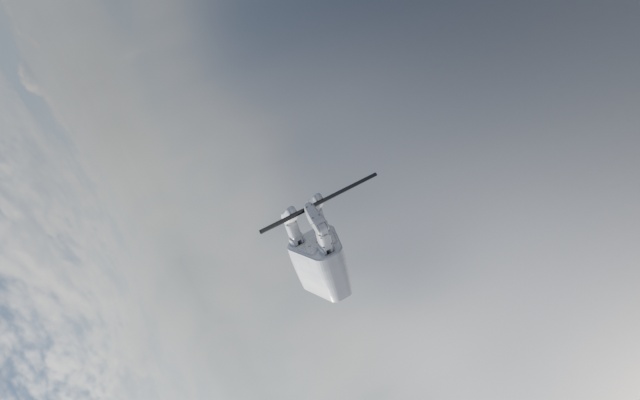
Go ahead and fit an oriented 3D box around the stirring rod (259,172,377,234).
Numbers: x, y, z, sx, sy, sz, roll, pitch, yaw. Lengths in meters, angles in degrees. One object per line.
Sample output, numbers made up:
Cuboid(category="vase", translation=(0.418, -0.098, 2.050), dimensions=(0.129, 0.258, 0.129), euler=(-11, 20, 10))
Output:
Cuboid(category="stirring rod", translation=(0.000, 0.003, 0.846), dimensions=(0.239, 0.011, 0.011), euler=(-27, 9, -18))
